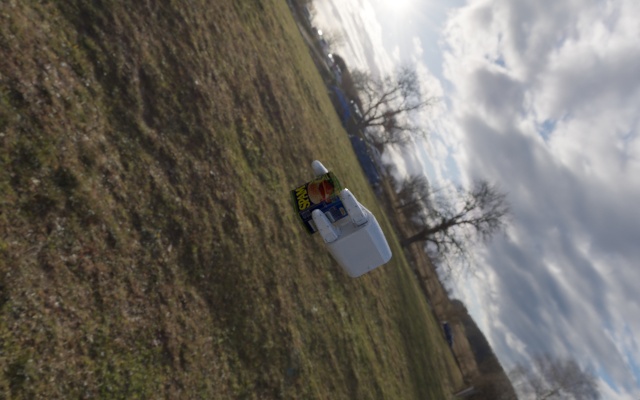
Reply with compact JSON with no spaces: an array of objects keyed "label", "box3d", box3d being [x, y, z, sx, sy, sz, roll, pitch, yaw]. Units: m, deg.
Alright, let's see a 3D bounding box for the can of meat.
[{"label":"can of meat","box3d":[0.000,0.002,0.818,0.084,0.057,0.102,-27,33,7]}]
